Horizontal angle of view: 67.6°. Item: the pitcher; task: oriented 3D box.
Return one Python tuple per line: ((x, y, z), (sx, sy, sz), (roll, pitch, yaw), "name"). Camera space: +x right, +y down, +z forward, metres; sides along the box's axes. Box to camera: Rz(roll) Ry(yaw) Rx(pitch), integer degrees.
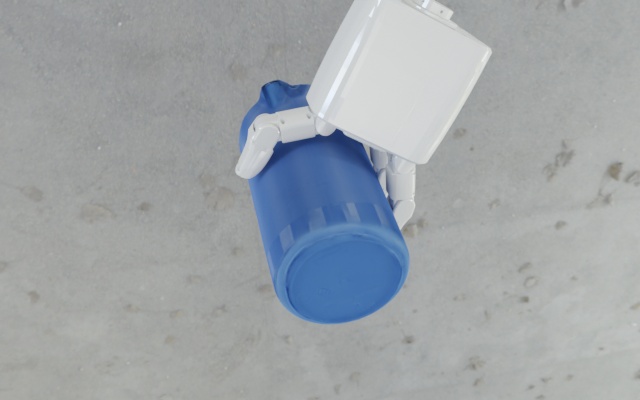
((0.000, 0.001, 0.463), (0.149, 0.145, 0.242), (16, 30, -23), "pitcher")
